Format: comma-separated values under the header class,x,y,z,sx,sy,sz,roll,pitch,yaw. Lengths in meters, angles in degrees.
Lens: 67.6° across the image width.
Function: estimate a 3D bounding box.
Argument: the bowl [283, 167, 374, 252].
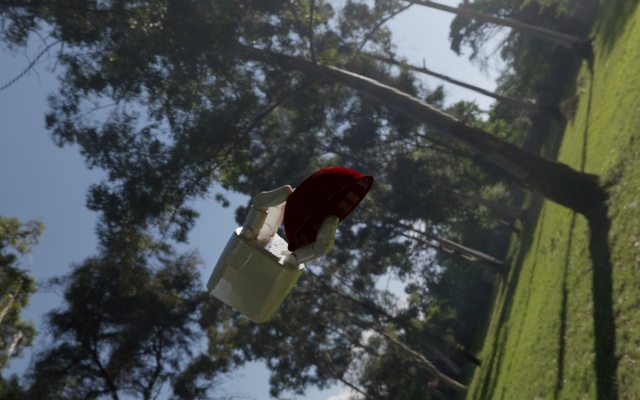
class,x,y,z,sx,sy,sz,roll,pitch,yaw
bowl,0.001,0.001,0.695,0.162,0.055,0.162,-38,-15,-12
